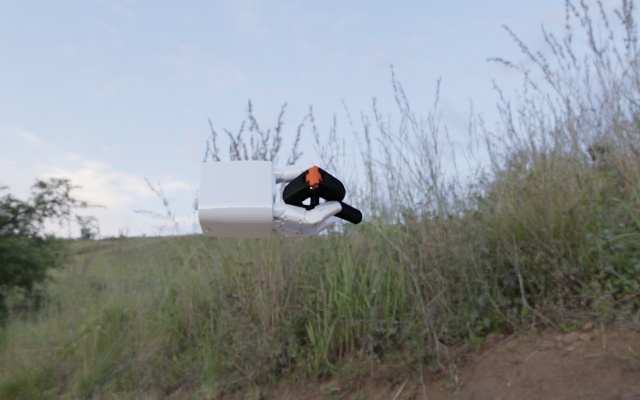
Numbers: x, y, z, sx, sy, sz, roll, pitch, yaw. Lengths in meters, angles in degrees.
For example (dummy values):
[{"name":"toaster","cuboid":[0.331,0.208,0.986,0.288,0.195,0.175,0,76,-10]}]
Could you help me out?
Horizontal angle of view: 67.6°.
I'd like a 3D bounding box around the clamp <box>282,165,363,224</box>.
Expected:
[{"name":"clamp","cuboid":[0.000,0.001,0.744,0.164,0.036,0.210,-3,-21,-8]}]
